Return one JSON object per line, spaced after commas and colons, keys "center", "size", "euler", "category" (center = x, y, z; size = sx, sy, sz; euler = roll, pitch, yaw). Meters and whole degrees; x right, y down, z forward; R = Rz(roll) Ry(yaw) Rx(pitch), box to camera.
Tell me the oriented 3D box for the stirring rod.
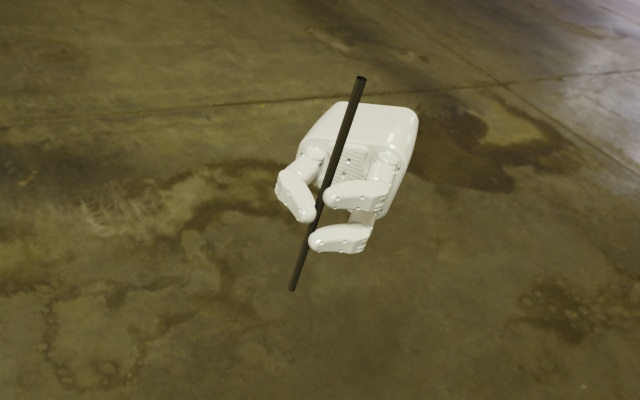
{"center": [0.000, 0.001, 0.421], "size": [0.011, 0.240, 0.011], "euler": [11, 39, -9], "category": "stirring rod"}
